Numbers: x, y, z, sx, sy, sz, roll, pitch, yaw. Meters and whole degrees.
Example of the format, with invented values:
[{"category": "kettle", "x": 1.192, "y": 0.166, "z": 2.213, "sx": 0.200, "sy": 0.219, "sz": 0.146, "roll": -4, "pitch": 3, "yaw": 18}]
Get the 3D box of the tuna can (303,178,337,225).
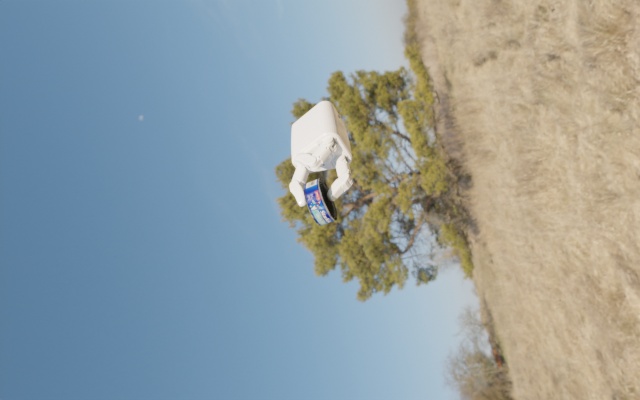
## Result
[{"category": "tuna can", "x": 0.000, "y": 0.003, "z": 0.896, "sx": 0.034, "sy": 0.086, "sz": 0.086, "roll": -21, "pitch": -5, "yaw": 13}]
